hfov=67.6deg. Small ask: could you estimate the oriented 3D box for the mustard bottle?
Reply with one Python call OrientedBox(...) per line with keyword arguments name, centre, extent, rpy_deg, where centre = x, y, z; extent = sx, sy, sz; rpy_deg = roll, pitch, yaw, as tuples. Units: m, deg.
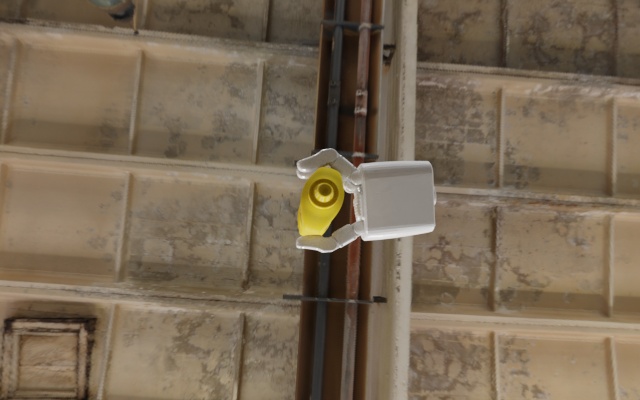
OrientedBox(name="mustard bottle", centre=(0.000, 0.002, 0.701), extent=(0.058, 0.096, 0.192), rpy_deg=(19, -10, -1))
